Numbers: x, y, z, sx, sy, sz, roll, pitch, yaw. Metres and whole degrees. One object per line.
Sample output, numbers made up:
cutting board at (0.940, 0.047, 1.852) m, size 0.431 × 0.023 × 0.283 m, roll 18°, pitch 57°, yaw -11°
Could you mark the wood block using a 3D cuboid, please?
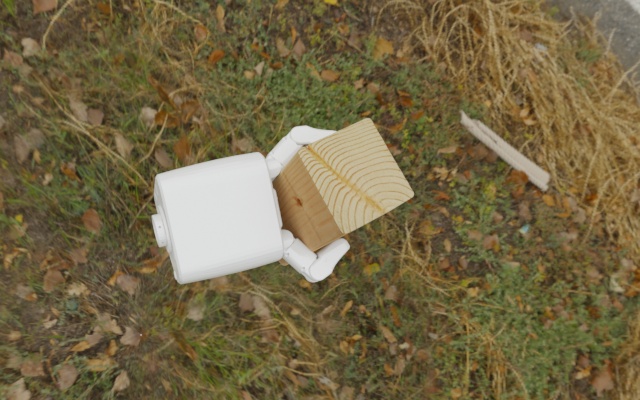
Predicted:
wood block at (0.000, 0.002, 0.536) m, size 0.090 × 0.091 × 0.206 m, roll -27°, pitch -4°, yaw -25°
